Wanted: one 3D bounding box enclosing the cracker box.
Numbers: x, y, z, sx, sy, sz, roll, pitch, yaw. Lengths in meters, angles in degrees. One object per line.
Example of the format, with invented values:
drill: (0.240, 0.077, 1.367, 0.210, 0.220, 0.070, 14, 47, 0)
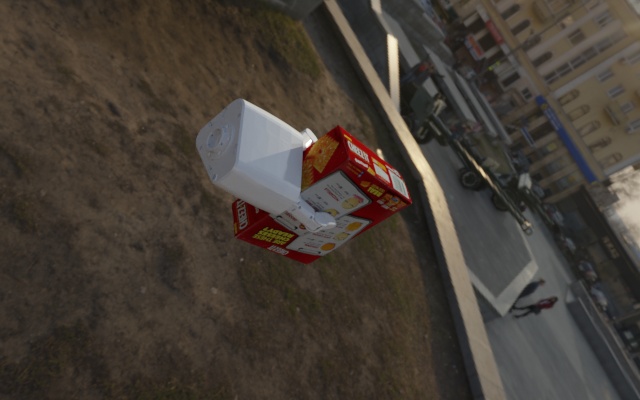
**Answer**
cracker box: (0.000, 0.002, 0.711, 0.214, 0.072, 0.164, -33, -39, 26)
